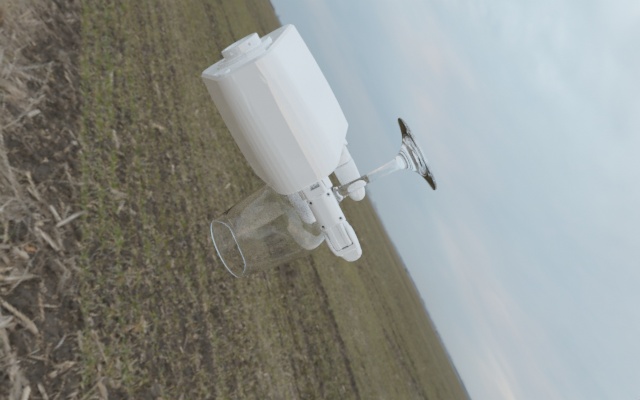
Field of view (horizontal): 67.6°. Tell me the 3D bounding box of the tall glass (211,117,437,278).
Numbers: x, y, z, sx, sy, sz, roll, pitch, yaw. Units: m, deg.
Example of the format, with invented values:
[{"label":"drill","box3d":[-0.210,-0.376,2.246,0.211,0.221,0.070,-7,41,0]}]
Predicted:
[{"label":"tall glass","box3d":[0.001,0.001,0.445,0.201,0.079,0.079,-27,-3,6]}]
